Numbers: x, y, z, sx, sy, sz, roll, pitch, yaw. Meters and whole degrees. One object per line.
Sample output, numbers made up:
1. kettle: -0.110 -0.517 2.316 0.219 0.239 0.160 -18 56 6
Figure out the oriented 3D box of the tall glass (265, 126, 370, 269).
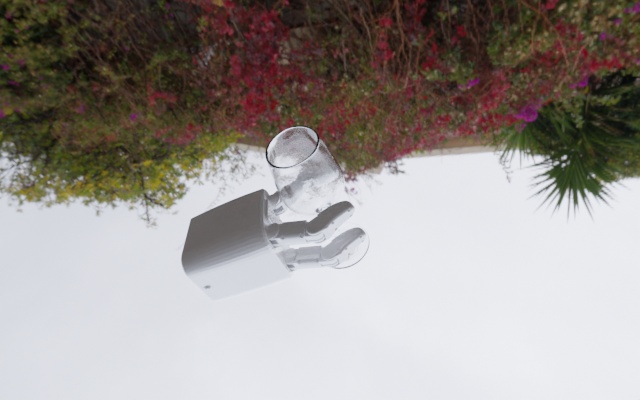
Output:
1. tall glass: 0.000 0.002 0.582 0.079 0.079 0.201 0 -37 23
